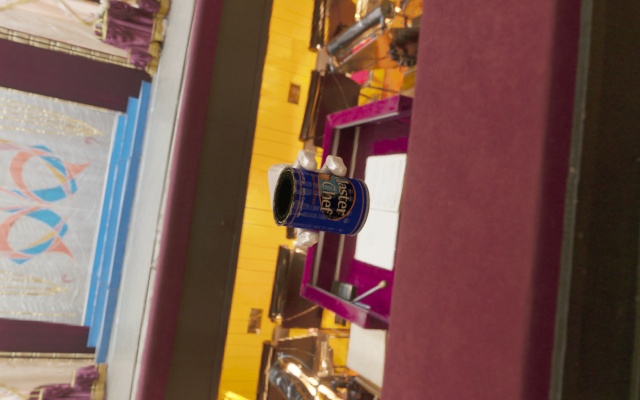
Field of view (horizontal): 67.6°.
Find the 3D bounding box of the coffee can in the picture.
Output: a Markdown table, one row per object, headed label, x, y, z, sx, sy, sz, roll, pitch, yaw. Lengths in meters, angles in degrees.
| label | x | y | z | sx | sy | sz | roll | pitch | yaw |
| --- | --- | --- | --- | --- | --- | --- | --- | --- | --- |
| coffee can | 0.000 | 0.003 | 0.826 | 0.140 | 0.103 | 0.103 | 9 | -4 | -24 |
